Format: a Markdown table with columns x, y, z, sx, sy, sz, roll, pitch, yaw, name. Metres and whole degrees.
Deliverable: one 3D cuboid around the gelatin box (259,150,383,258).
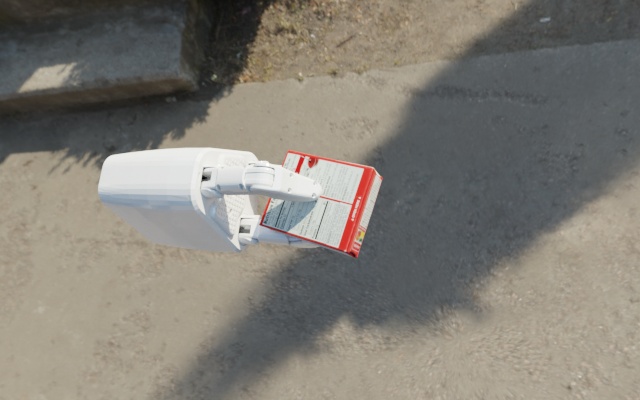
| x | y | z | sx | sy | sz | roll | pitch | yaw | name |
| --- | --- | --- | --- | --- | --- | --- | --- | --- | --- |
| 0.000 | 0.001 | 0.412 | 0.089 | 0.073 | 0.030 | 14 | -9 | 28 | gelatin box |
